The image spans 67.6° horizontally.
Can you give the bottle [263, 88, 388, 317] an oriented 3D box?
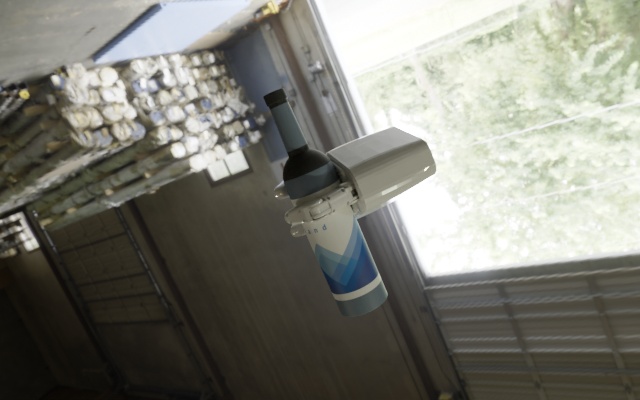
[{"bbox_3d":[0.000,0.002,0.604,0.069,0.296,0.069,-23,10,4],"label":"bottle"}]
